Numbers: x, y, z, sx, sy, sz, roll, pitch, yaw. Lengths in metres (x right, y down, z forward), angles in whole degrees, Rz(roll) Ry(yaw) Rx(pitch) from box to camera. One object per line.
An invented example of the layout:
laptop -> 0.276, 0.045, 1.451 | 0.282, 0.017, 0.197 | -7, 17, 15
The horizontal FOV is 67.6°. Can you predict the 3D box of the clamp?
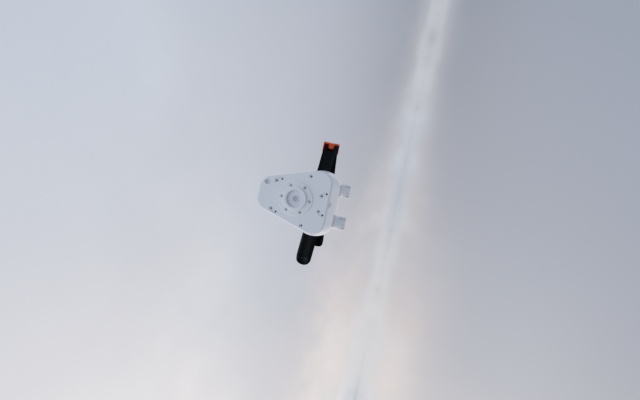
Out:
clamp -> -0.001, 0.002, 0.849 | 0.036, 0.210, 0.164 | 12, 1, 6
